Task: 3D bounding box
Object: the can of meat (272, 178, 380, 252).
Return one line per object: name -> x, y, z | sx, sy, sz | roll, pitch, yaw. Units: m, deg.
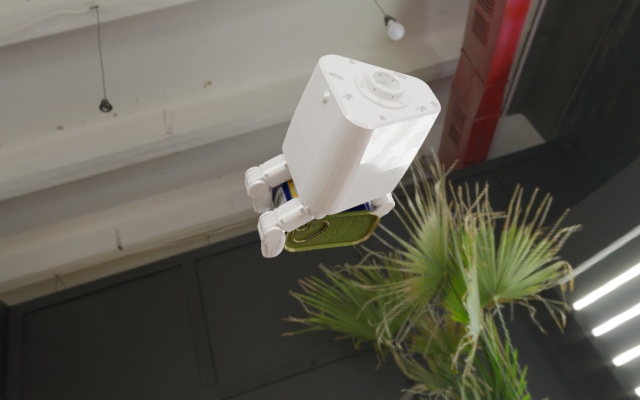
can of meat -> 0.000, 0.001, 0.512 | 0.102, 0.084, 0.057 | -5, -37, -24
